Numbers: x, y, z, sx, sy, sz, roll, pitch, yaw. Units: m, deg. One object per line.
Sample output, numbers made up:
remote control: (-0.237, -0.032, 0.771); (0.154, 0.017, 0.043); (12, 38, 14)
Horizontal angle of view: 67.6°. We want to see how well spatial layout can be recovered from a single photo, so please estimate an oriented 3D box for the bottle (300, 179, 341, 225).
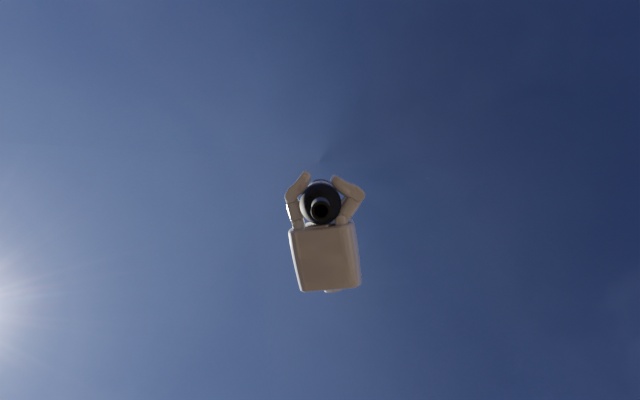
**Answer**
bottle: (0.000, 0.003, 0.798); (0.069, 0.069, 0.295); (0, 5, 0)
